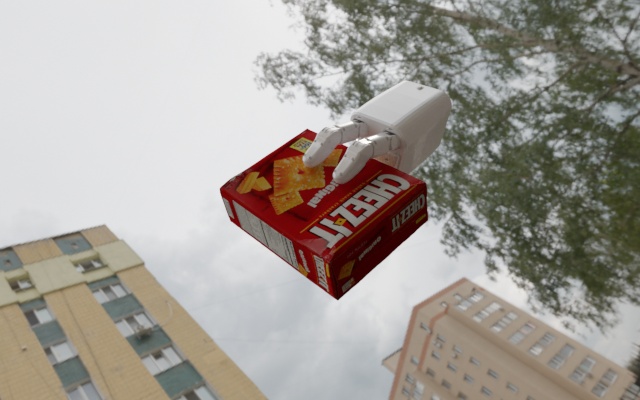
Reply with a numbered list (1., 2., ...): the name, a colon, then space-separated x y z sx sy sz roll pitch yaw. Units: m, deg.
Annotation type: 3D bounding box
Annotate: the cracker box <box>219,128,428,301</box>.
1. cracker box: 0.000 0.002 0.603 0.164 0.072 0.213 -37 46 -26
